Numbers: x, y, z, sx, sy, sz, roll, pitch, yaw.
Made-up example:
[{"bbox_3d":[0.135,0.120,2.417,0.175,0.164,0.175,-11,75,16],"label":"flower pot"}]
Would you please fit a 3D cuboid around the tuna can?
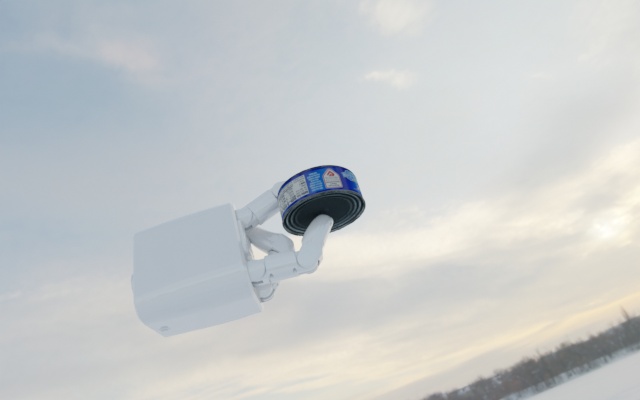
[{"bbox_3d":[0.000,0.001,0.483,0.086,0.033,0.086,-12,-29,-7],"label":"tuna can"}]
